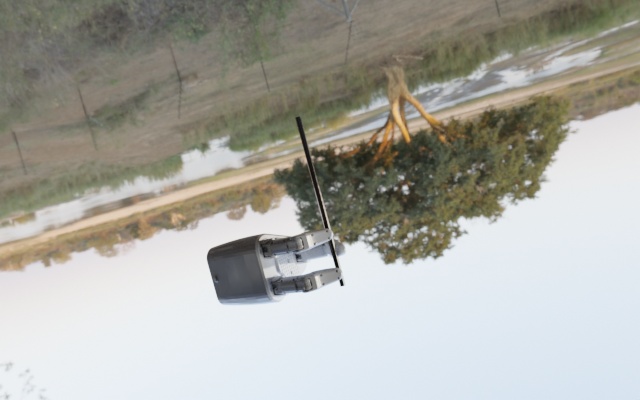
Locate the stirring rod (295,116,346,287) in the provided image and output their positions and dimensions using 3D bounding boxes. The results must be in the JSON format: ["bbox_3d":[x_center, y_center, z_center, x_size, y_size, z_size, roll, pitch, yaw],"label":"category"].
[{"bbox_3d":[0.000,0.002,0.658,0.011,0.239,0.011,-15,2,1],"label":"stirring rod"}]
